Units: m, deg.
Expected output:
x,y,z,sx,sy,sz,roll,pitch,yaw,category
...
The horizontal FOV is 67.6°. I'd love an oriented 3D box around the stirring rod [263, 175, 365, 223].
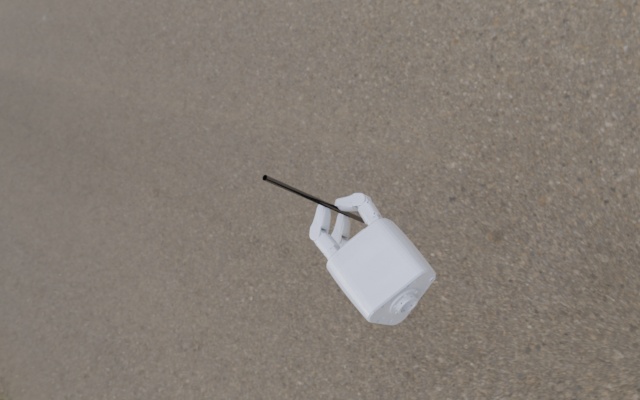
x,y,z,sx,sy,sz,roll,pitch,yaw,category
0.000,0.002,0.711,0.011,0.011,0.239,0,-16,39,stirring rod
